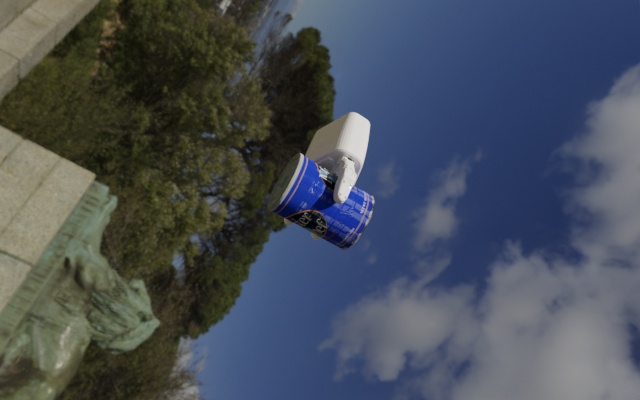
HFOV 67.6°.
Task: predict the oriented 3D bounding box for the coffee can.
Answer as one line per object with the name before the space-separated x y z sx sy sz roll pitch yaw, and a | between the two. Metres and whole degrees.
coffee can | 0.000 0.003 0.767 0.140 0.103 0.103 30 -8 -15
